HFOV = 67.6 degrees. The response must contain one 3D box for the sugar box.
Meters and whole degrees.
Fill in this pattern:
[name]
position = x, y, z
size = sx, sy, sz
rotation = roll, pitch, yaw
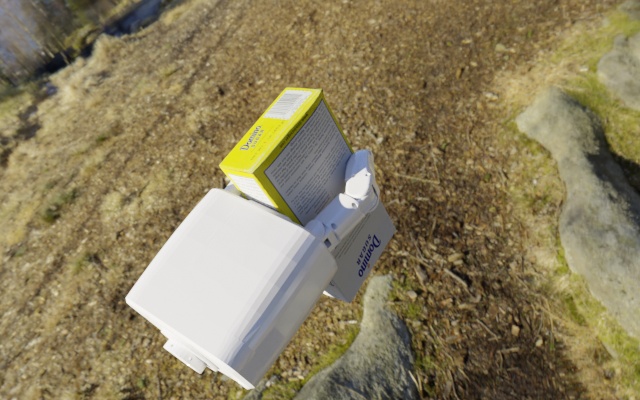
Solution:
[sugar box]
position = 0.000, 0.001, 0.409
size = 0.048, 0.093, 0.176
rotation = 15, -32, 39
